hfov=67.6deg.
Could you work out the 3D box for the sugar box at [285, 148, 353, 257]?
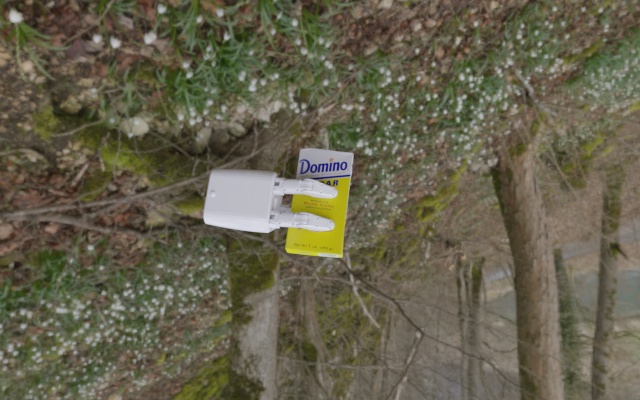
[{"bbox_3d":[0.000,0.003,0.793,0.093,0.176,0.048,6,-14,4],"label":"sugar box"}]
